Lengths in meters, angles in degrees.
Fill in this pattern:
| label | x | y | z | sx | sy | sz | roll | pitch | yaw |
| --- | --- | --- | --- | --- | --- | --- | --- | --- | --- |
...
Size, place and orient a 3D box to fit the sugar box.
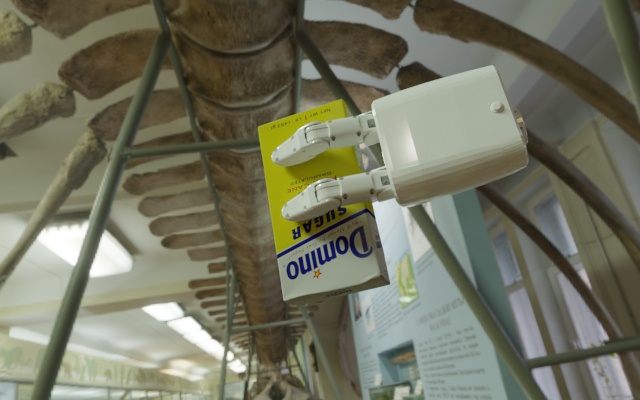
| label | x | y | z | sx | sy | sz | roll | pitch | yaw |
| --- | --- | --- | --- | --- | --- | --- | --- | --- | --- |
| sugar box | 0.000 | 0.001 | 0.449 | 0.093 | 0.176 | 0.048 | -17 | -22 | 14 |
